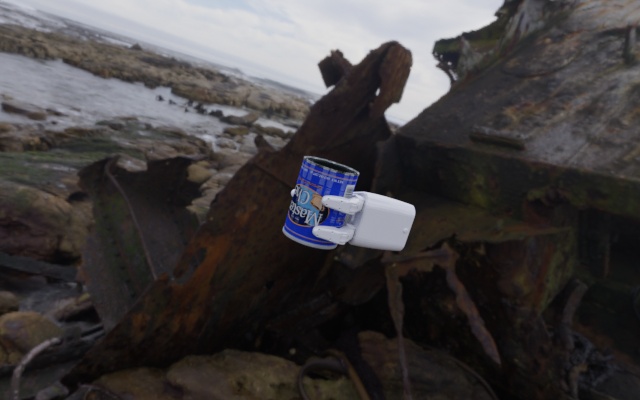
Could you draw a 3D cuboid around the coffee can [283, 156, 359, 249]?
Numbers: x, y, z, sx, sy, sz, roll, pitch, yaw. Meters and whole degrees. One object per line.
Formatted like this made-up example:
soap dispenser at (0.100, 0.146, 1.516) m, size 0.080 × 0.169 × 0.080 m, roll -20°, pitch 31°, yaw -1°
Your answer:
coffee can at (0.000, 0.003, 0.852) m, size 0.103 × 0.140 × 0.102 m, roll 16°, pitch 12°, yaw -4°
